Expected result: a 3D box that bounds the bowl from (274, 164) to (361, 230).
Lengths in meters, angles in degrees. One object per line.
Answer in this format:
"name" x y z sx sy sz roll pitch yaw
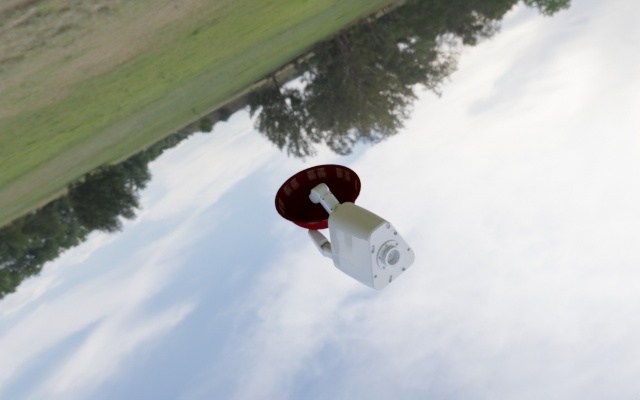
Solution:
"bowl" 0.000 0.002 0.876 0.162 0.055 0.162 -10 40 9
